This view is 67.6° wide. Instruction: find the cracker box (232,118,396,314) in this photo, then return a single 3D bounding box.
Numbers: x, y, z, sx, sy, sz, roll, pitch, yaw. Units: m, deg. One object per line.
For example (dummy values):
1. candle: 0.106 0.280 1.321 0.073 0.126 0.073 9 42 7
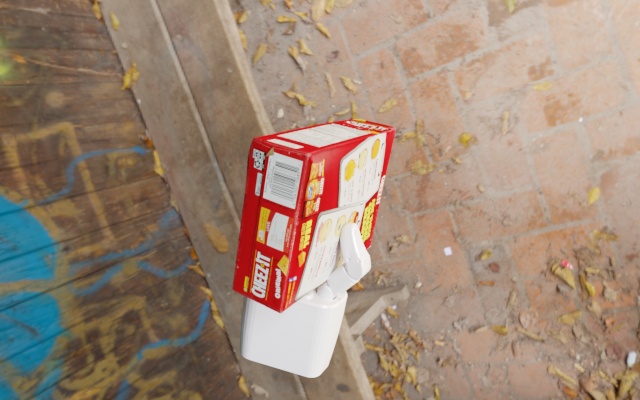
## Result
1. cracker box: 0.000 0.002 0.530 0.072 0.164 0.213 20 22 24
